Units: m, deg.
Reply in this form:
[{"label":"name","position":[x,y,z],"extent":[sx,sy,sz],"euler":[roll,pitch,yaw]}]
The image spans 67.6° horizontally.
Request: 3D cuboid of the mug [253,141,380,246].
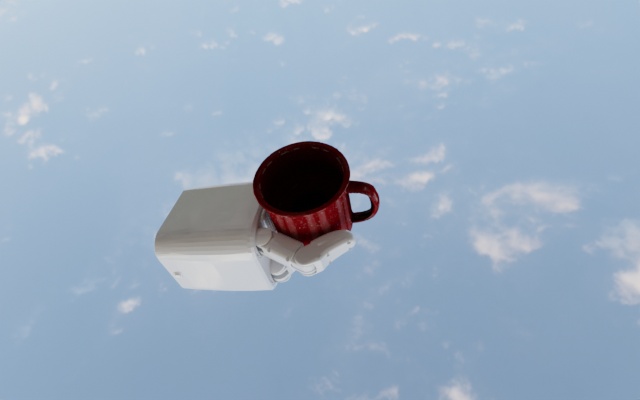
[{"label":"mug","position":[0.002,0.002,0.474],"extent":[0.117,0.093,0.082],"euler":[-2,-38,11]}]
